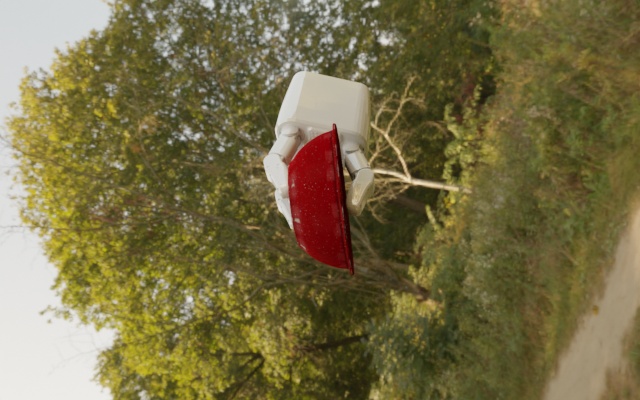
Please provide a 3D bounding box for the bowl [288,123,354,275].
[{"bbox_3d":[0.000,0.002,0.507,0.055,0.162,0.162,-7,-1,4],"label":"bowl"}]
